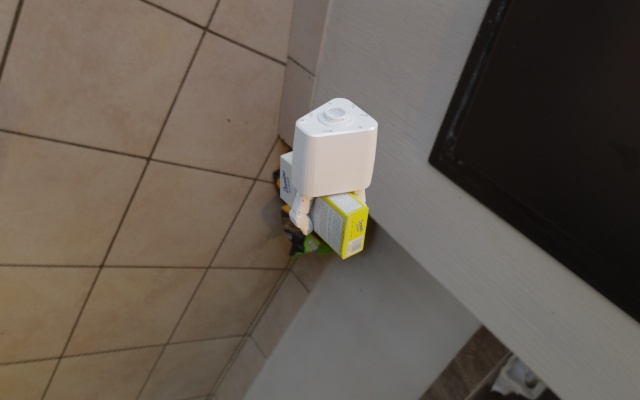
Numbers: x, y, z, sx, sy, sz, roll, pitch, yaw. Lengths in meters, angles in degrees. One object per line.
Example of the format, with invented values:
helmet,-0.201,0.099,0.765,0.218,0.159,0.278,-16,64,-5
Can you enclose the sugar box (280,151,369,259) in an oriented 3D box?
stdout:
sugar box,0.001,0.002,0.753,0.048,0.093,0.176,-22,48,-27
